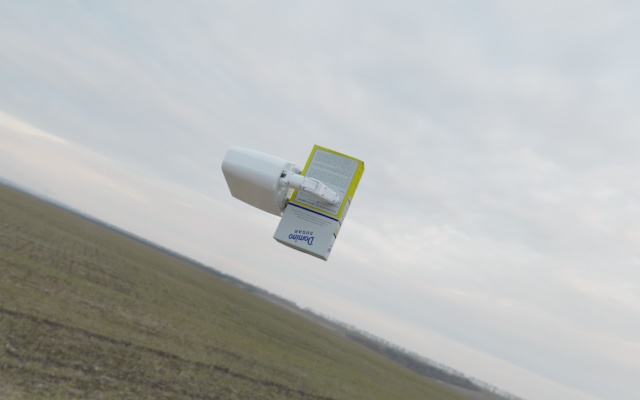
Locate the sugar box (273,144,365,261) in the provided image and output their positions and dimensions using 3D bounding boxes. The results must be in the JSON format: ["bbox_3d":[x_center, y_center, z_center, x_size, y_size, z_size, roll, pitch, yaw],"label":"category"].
[{"bbox_3d":[0.000,0.003,0.794,0.093,0.176,0.048,20,-12,15],"label":"sugar box"}]
